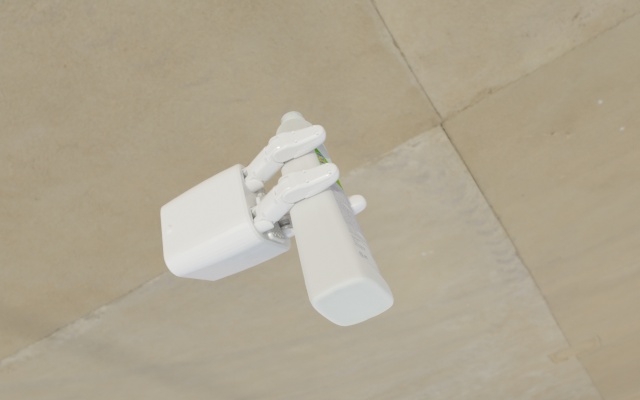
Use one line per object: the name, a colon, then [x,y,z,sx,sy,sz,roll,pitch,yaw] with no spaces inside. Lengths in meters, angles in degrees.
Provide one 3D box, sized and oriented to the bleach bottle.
bleach bottle: [0.000,0.002,0.522,0.068,0.250,0.103,-26,-36,11]
